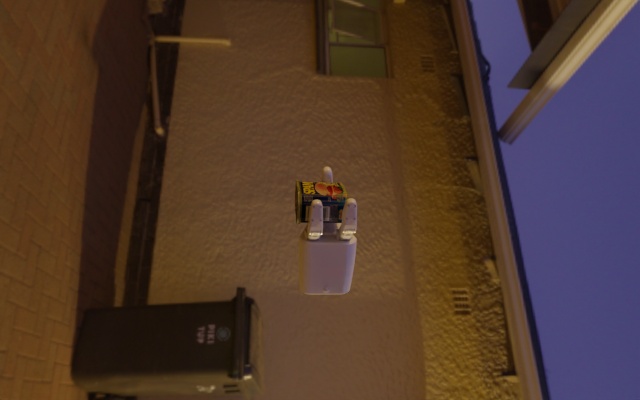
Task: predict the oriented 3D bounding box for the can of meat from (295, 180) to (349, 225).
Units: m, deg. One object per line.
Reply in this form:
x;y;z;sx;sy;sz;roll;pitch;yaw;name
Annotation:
0.000;0.003;0.814;0.084;0.057;0.102;2;18;-5;can of meat
